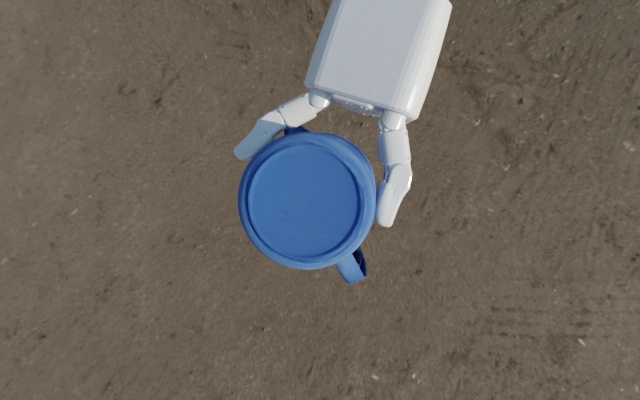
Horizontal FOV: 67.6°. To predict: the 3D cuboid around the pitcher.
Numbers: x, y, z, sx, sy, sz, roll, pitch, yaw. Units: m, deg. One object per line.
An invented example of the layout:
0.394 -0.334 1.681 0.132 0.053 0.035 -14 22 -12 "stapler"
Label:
0.000 0.001 0.480 0.149 0.145 0.243 21 6 1 "pitcher"
